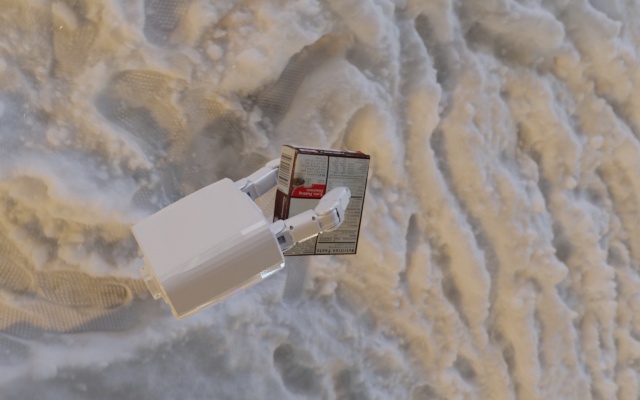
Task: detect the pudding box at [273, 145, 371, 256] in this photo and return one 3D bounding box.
[{"bbox_3d":[0.000,0.002,0.503,0.090,0.113,0.039,2,15,-27],"label":"pudding box"}]
